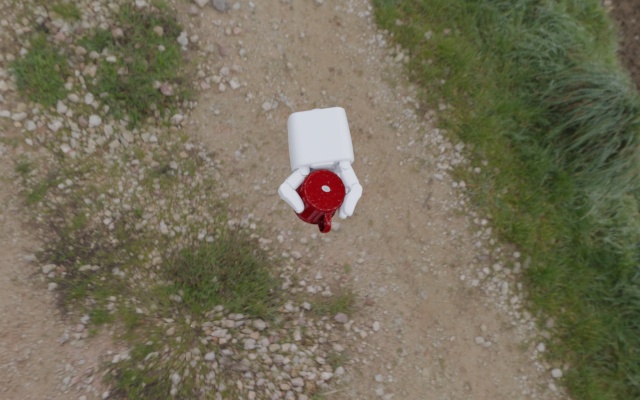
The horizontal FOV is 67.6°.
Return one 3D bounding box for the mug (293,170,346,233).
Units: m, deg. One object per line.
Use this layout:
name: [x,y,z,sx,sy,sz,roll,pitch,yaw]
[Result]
mug: [0.000,0.004,0.891,0.093,0.117,0.081,-4,-14,-16]
